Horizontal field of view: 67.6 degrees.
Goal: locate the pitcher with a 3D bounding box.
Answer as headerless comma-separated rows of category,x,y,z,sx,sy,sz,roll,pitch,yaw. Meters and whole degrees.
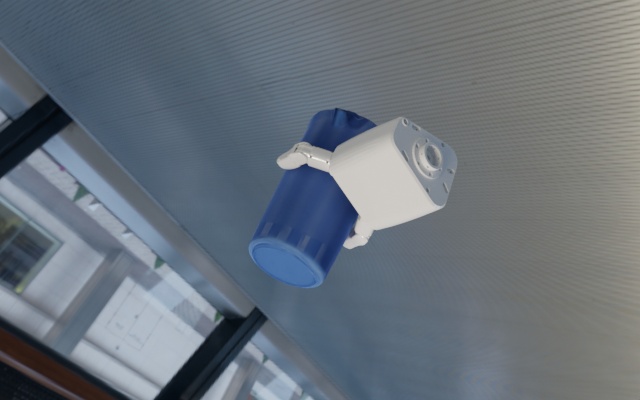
pitcher,0.000,0.002,0.679,0.149,0.242,0.145,42,-36,-22
